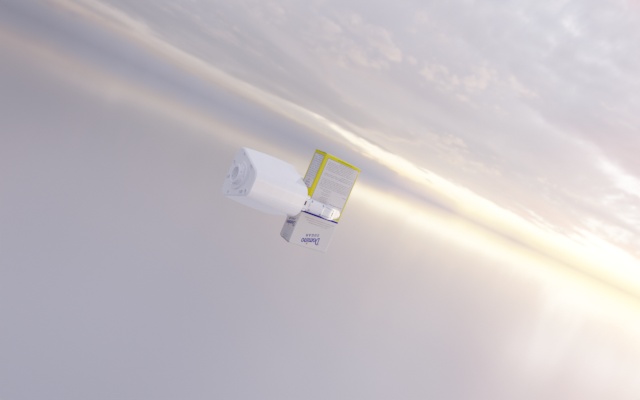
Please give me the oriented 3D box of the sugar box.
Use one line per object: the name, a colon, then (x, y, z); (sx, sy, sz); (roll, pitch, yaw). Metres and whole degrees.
sugar box: (0.000, 0.003, 0.896); (0.093, 0.176, 0.048); (22, 6, -36)
